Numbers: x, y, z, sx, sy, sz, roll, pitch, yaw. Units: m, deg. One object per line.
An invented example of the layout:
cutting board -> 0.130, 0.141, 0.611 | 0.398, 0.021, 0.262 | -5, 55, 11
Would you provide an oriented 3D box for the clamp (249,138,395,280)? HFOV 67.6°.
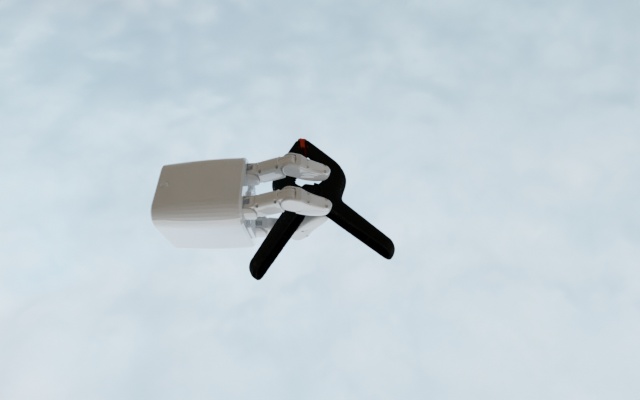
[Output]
clamp -> 0.000, 0.002, 0.592 | 0.164, 0.209, 0.036 | -3, -41, 1
